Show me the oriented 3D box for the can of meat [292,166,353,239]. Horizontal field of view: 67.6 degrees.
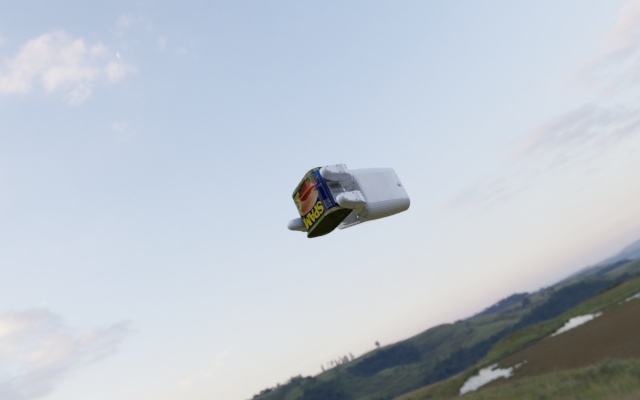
[{"bbox_3d":[0.000,0.002,0.804,0.057,0.084,0.102,-10,-25,-34],"label":"can of meat"}]
